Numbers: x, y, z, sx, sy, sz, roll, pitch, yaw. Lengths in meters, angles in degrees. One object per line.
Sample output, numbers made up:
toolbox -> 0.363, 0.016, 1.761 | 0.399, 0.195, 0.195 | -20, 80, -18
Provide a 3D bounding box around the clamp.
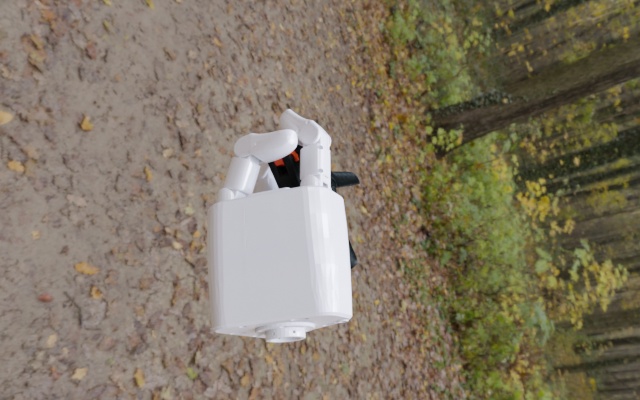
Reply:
clamp -> 0.001, 0.001, 0.493 | 0.039, 0.120, 0.171 | -18, -26, 26
